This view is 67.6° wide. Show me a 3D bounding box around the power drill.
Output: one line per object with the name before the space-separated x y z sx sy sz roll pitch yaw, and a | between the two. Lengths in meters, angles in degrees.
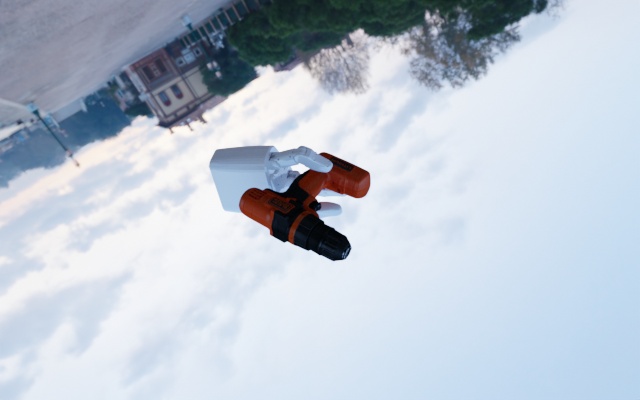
power drill | 0.000 0.002 0.723 0.184 0.057 0.187 27 40 22
